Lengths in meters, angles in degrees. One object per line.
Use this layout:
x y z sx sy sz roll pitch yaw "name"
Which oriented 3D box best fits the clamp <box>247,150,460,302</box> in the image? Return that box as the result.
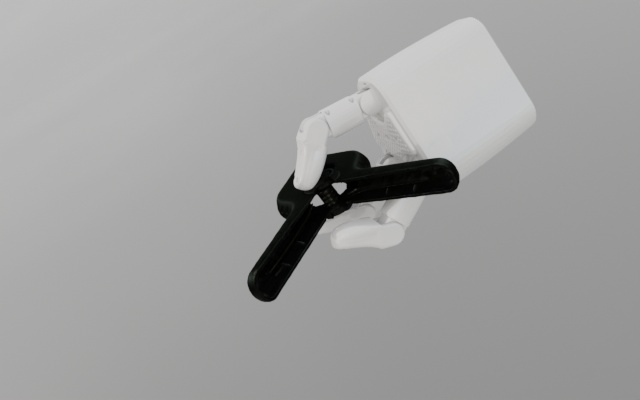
0.000 0.000 0.408 0.164 0.036 0.210 -33 20 -6 "clamp"
